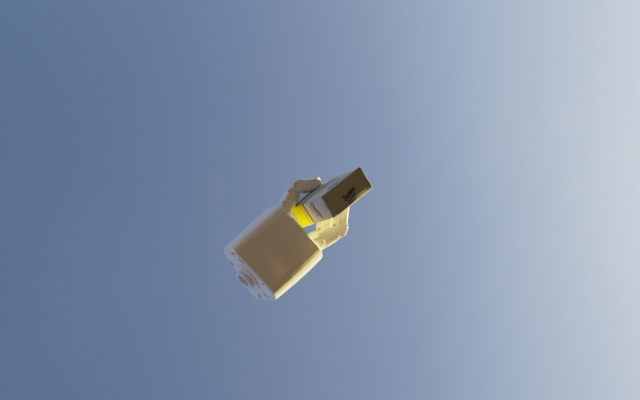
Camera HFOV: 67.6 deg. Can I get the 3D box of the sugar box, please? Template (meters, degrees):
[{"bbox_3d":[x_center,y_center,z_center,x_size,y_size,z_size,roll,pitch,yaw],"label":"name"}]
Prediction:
[{"bbox_3d":[0.000,0.003,0.802,0.093,0.048,0.176,-38,11,-29],"label":"sugar box"}]
